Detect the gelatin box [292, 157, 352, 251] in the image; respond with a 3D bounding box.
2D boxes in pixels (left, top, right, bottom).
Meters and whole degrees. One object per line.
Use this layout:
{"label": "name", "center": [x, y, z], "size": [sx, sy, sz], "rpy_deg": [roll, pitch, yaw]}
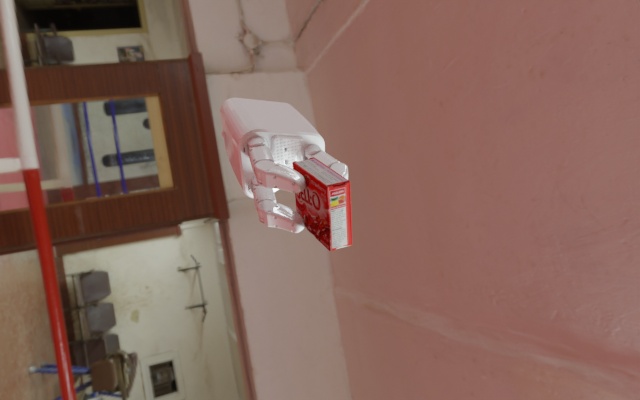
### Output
{"label": "gelatin box", "center": [0.001, 0.002, 0.511], "size": [0.030, 0.073, 0.089], "rpy_deg": [-14, 27, -23]}
